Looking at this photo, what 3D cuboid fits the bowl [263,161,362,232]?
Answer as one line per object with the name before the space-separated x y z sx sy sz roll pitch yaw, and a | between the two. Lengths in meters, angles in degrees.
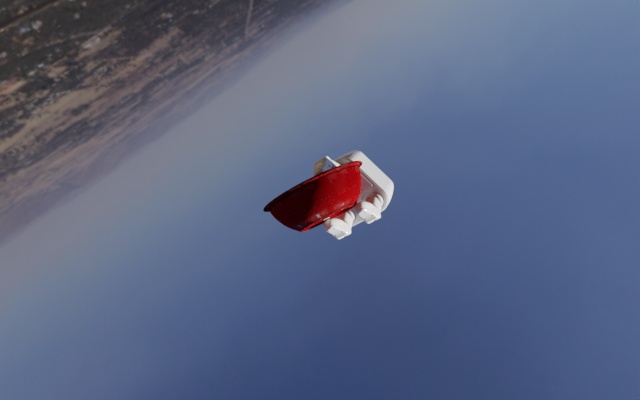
bowl | 0.000 0.003 0.700 0.162 0.055 0.162 -26 -6 -3
